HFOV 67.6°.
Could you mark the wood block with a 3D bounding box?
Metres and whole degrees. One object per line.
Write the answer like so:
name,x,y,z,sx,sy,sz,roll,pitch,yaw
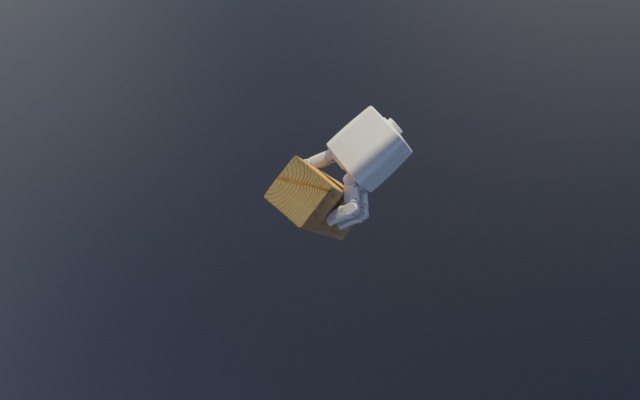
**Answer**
wood block,0.000,0.002,0.865,0.090,0.090,0.206,40,6,24
